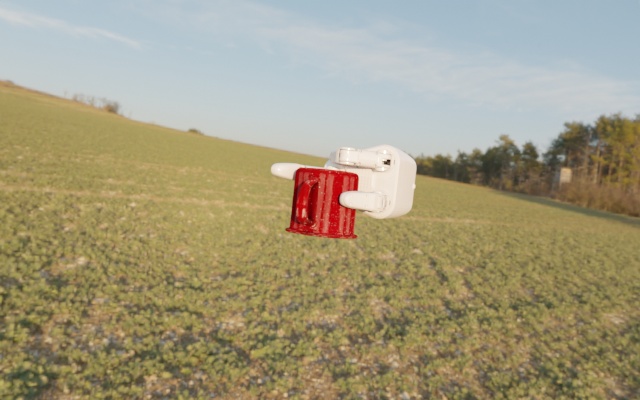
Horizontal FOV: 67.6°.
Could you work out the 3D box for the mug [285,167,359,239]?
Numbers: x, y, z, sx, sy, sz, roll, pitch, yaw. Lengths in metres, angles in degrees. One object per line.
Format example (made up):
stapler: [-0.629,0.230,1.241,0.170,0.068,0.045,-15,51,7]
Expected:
mug: [-0.001,0.002,0.595,0.093,0.081,0.117,6,1,26]
